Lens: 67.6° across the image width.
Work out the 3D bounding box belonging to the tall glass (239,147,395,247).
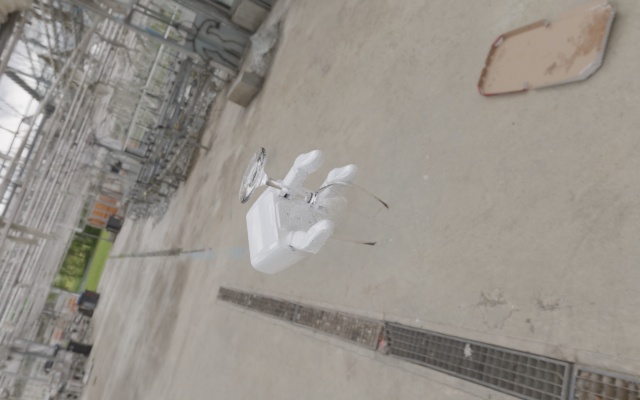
[{"bbox_3d":[0.000,0.002,0.629,0.201,0.079,0.079,21,-8,-22],"label":"tall glass"}]
